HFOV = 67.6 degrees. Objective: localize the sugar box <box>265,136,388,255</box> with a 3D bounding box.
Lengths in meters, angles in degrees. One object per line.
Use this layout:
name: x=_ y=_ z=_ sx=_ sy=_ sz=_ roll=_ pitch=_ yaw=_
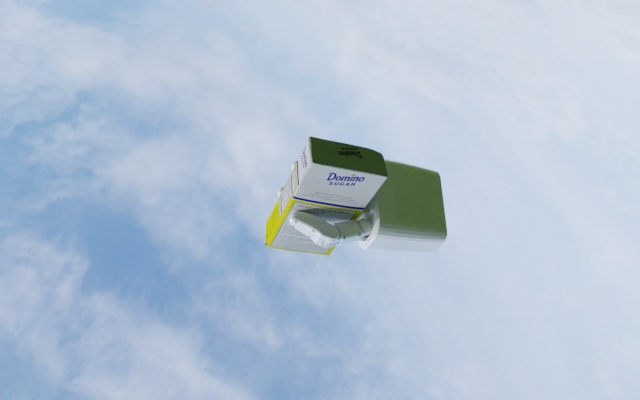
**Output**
sugar box: x=0.000 y=0.002 z=0.582 sx=0.093 sy=0.048 sz=0.176 roll=10 pitch=-41 yaw=-20
